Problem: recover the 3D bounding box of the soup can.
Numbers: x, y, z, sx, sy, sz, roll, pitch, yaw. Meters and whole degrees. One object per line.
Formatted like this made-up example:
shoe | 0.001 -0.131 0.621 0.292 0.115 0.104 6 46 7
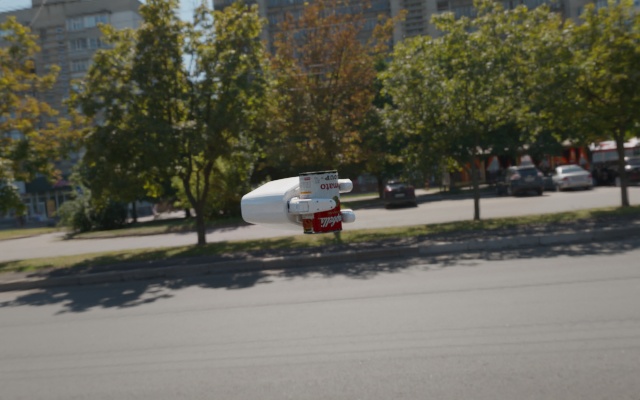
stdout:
soup can | 0.000 0.002 0.812 0.068 0.102 0.068 -5 2 0
